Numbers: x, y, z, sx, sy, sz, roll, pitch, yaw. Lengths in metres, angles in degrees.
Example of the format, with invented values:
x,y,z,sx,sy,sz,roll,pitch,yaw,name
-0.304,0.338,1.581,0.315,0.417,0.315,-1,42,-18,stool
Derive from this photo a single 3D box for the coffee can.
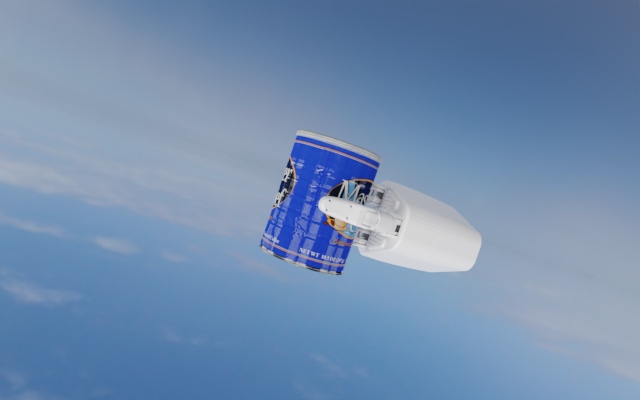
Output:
x,y,z,sx,sy,sz,roll,pitch,yaw,name
0.000,0.002,0.550,0.103,0.140,0.103,19,2,-1,coffee can
